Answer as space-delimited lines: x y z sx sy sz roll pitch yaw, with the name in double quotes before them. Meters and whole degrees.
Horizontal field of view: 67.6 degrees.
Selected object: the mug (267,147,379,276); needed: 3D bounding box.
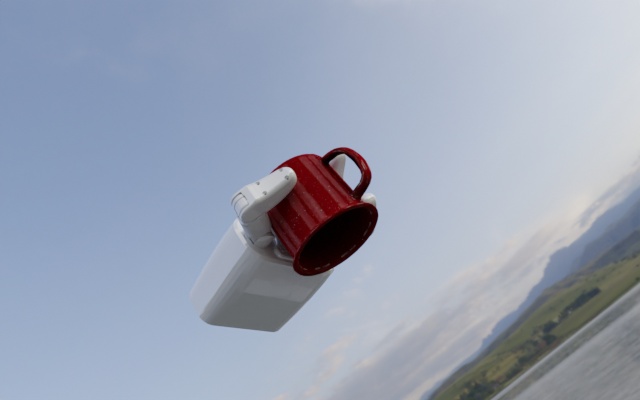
"mug" 0.001 0.000 0.445 0.093 0.117 0.081 5 38 -51
